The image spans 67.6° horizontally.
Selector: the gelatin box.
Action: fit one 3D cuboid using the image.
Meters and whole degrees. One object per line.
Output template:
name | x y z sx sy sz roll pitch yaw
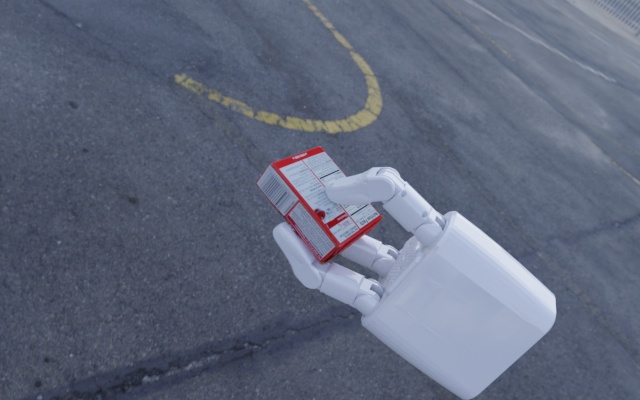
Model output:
gelatin box | 0.000 0.001 0.402 0.030 0.089 0.073 -46 -11 36
